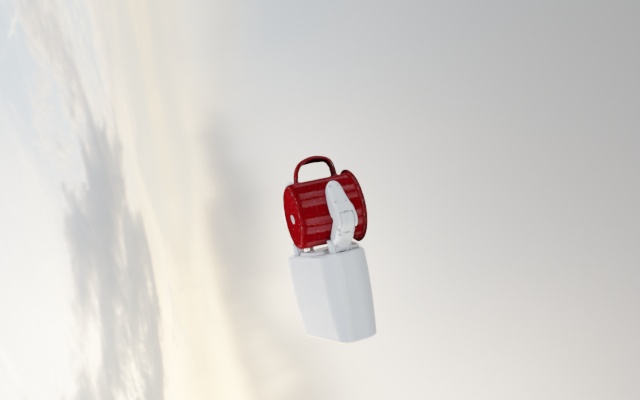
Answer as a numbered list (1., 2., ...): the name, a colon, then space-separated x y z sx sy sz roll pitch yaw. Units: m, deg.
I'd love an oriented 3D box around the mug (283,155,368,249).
1. mug: 0.000 0.001 0.594 0.081 0.117 0.093 -11 -1 -17
